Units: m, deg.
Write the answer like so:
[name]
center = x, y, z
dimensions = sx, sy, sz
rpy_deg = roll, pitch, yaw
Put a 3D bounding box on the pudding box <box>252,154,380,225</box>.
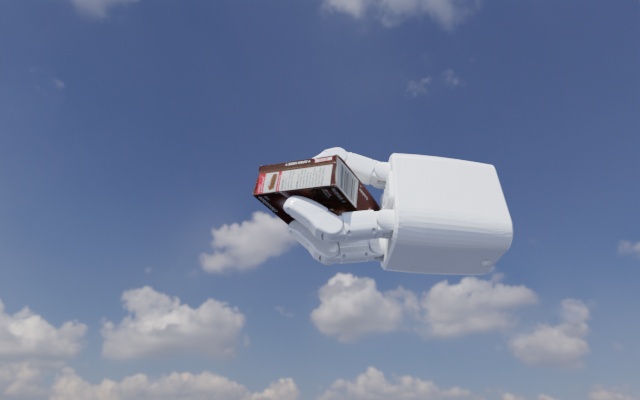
[pudding box]
center = 0.000, 0.001, 0.485
dimensions = 0.090, 0.039, 0.113
rpy_deg = -7, -32, 26
